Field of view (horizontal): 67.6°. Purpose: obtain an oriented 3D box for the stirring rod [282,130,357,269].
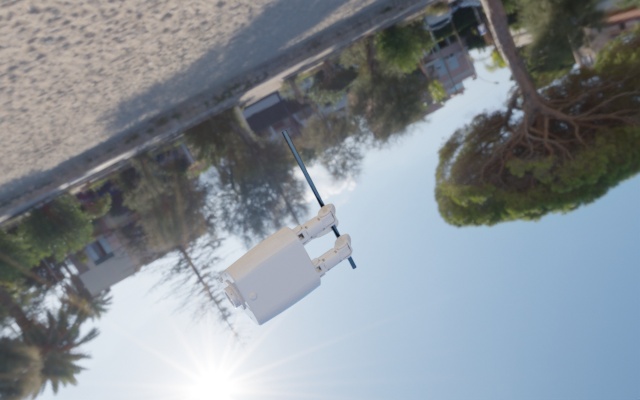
[{"bbox_3d":[0.000,0.002,0.726,0.011,0.239,0.011,-26,13,7],"label":"stirring rod"}]
